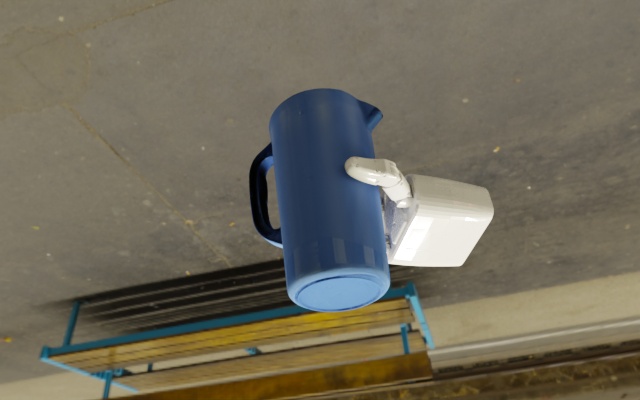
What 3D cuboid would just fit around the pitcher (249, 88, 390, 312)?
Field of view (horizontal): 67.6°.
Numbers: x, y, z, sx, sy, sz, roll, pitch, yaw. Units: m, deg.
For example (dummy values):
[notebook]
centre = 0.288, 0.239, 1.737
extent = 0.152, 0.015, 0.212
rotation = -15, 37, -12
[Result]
[pitcher]
centre = 0.000, 0.002, 0.561
extent = 0.145, 0.242, 0.149
rotation = 7, -36, -18
